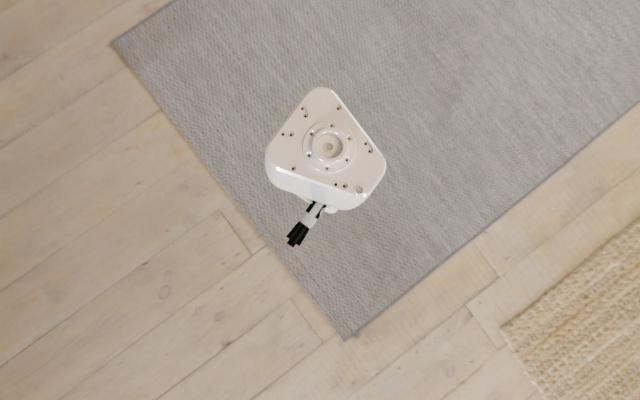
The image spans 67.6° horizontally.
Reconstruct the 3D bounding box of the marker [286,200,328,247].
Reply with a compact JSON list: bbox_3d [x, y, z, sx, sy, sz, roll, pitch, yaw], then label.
[{"bbox_3d":[0.000,0.002,0.546,0.020,0.121,0.020,35,-6,4],"label":"marker"}]
